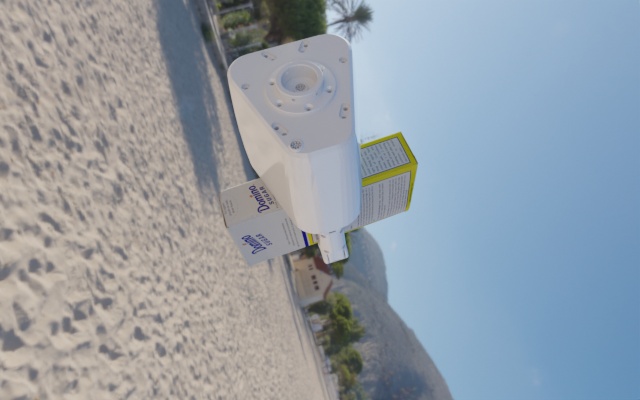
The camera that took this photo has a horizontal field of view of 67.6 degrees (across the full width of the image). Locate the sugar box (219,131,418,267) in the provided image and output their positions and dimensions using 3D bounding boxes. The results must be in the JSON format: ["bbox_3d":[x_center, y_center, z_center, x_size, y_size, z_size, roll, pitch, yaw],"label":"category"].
[{"bbox_3d":[0.000,0.001,0.455,0.176,0.048,0.093,-16,-30,-5],"label":"sugar box"}]
